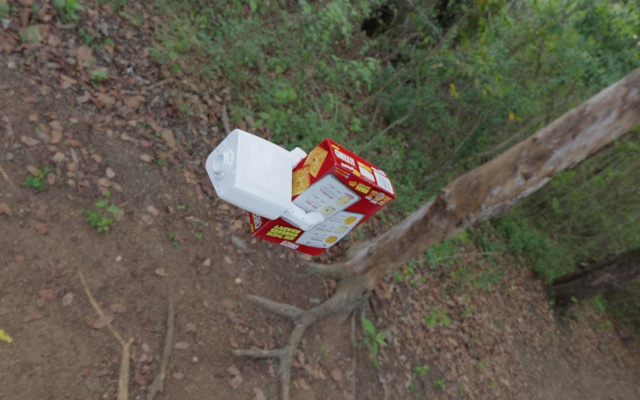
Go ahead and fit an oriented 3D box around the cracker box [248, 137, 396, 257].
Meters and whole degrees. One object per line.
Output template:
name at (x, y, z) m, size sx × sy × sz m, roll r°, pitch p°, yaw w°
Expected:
cracker box at (0.000, 0.003, 0.858) m, size 0.164 × 0.072 × 0.214 m, roll 24°, pitch -52°, yaw -40°
